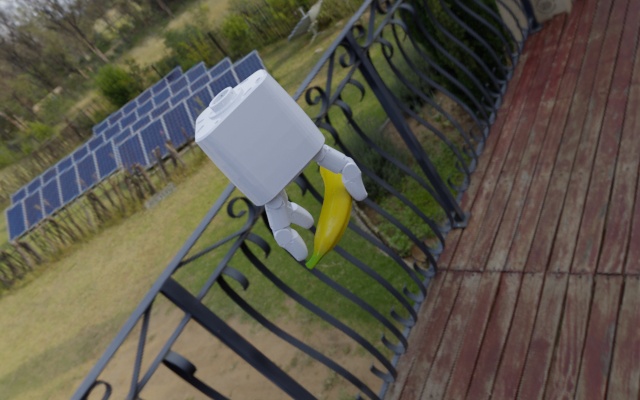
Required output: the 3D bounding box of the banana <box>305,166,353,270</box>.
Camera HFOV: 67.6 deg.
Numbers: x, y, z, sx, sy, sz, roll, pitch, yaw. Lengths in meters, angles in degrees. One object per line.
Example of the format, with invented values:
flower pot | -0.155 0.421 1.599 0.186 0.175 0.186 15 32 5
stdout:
banana | 0.014 -0.003 0.637 0.070 0.197 0.037 -27 -56 31
